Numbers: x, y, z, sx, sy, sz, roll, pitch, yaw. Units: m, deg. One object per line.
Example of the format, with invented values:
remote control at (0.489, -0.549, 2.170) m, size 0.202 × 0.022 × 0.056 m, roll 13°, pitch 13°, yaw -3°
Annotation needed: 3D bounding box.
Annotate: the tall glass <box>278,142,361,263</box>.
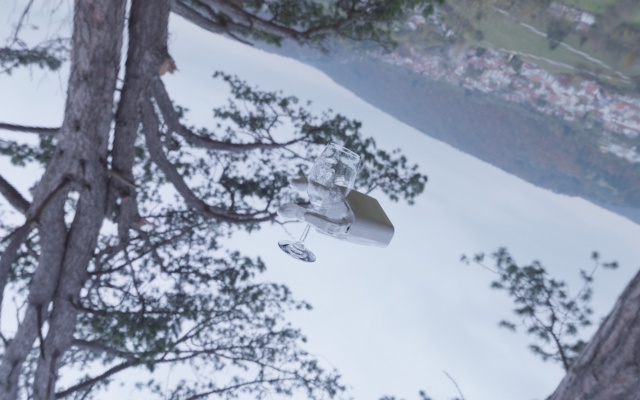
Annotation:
tall glass at (0.000, 0.003, 0.824) m, size 0.079 × 0.201 × 0.079 m, roll 24°, pitch 13°, yaw -6°
